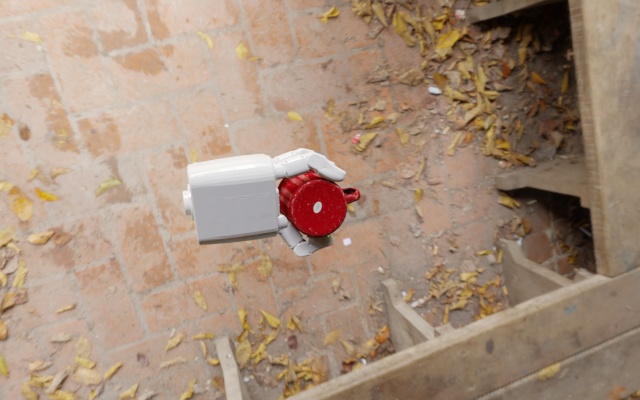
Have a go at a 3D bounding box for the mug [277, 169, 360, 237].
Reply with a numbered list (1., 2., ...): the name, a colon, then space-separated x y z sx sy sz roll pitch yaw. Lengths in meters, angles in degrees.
1. mug: 0.002 0.002 0.674 0.117 0.093 0.081 -10 12 -13
